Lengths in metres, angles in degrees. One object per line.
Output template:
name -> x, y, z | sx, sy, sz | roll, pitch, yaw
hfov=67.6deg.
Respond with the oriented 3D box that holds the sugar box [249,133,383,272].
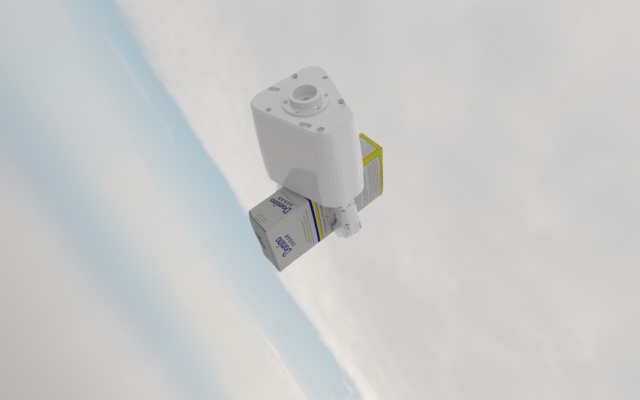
sugar box -> 0.000, 0.001, 0.587 | 0.176, 0.093, 0.048 | -33, 55, -18
